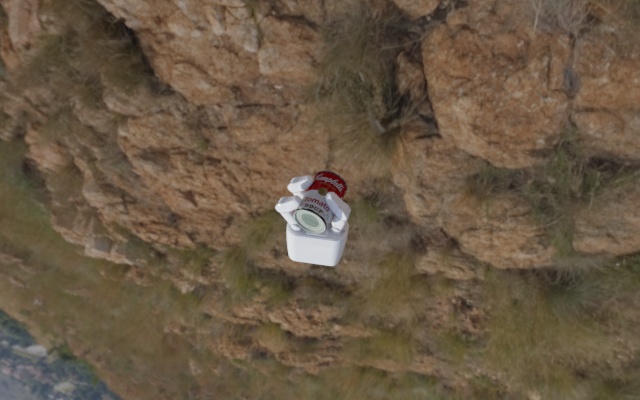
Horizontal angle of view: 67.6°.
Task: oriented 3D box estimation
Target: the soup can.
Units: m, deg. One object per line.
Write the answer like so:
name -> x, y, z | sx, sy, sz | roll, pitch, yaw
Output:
soup can -> 0.000, 0.003, 0.888 | 0.068, 0.102, 0.069 | 19, -36, 15
